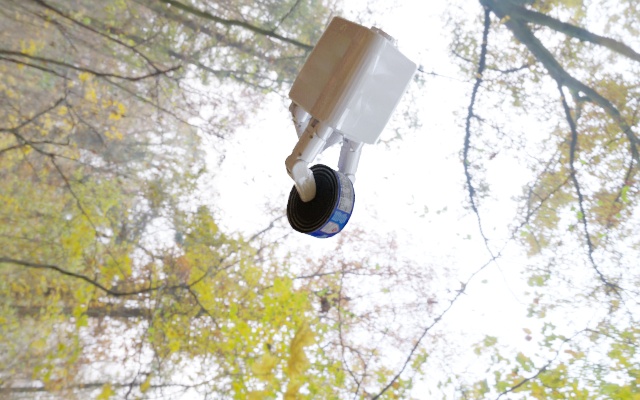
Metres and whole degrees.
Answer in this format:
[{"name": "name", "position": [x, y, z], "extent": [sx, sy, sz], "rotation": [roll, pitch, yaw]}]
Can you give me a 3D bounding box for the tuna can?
[{"name": "tuna can", "position": [0.000, 0.002, 0.565], "extent": [0.034, 0.086, 0.086], "rotation": [23, -15, -41]}]
